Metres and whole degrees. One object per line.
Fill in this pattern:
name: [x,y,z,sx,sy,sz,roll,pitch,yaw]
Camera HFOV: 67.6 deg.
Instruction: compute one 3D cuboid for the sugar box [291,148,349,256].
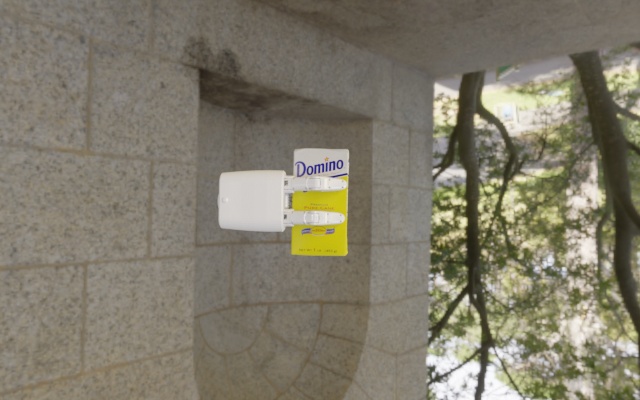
sugar box: [0.000,0.003,0.797,0.093,0.176,0.048,0,-1,4]
